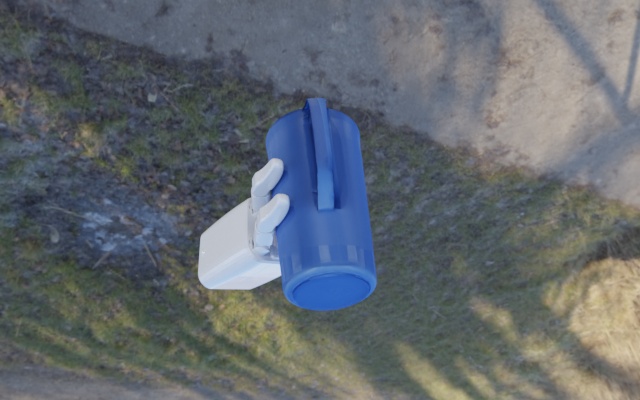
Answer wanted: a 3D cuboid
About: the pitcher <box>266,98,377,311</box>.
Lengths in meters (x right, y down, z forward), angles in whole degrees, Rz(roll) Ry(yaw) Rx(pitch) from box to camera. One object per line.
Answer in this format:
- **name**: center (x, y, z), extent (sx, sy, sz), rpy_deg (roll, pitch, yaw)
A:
- **pitcher**: center (0.000, 0.002, 0.600), extent (0.145, 0.242, 0.149), rpy_deg (-31, -43, 29)
